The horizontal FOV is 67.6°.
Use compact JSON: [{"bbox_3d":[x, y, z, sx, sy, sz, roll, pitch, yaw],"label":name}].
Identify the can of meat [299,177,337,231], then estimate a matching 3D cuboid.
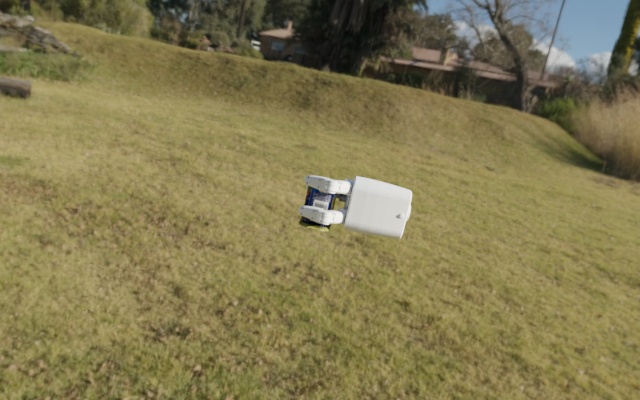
[{"bbox_3d":[0.000,0.003,0.887,0.057,0.084,0.102,13,11,4],"label":"can of meat"}]
